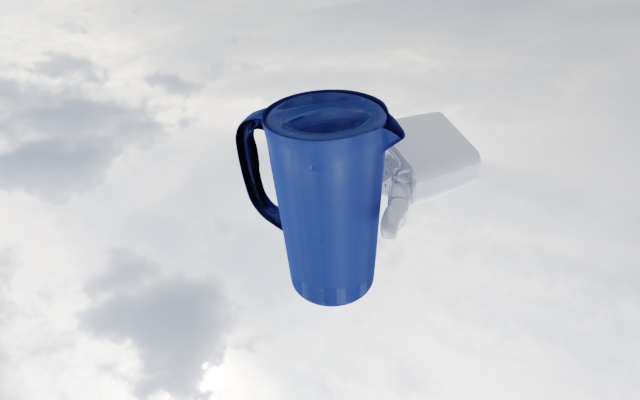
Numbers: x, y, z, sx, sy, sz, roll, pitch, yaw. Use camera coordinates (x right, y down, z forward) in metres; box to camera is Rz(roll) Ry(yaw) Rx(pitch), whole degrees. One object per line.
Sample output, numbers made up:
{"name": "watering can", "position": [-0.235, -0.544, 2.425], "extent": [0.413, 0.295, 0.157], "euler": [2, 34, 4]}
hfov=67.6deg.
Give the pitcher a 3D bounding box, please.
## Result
{"name": "pitcher", "position": [0.000, 0.002, 0.560], "extent": [0.145, 0.243, 0.149], "euler": [-19, 36, -22]}
